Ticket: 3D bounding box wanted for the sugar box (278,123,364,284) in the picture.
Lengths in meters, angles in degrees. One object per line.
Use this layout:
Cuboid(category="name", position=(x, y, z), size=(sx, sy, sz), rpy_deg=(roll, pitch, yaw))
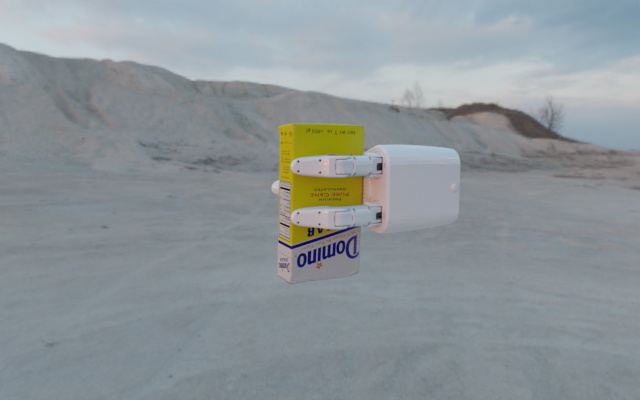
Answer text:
Cuboid(category="sugar box", position=(0.000, 0.002, 0.547), size=(0.093, 0.176, 0.048), rpy_deg=(-4, 7, -28))
